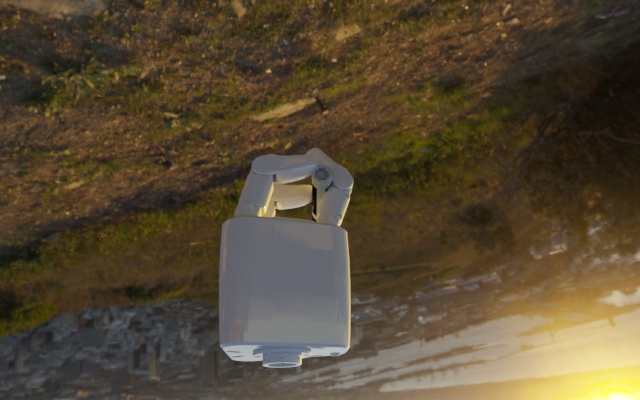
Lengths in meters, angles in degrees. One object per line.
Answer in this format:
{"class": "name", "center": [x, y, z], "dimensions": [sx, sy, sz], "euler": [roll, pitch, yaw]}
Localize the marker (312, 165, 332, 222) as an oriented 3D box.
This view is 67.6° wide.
{"class": "marker", "center": [0.000, 0.002, 0.491], "dimensions": [0.020, 0.020, 0.121], "euler": [0, -26, -1]}
